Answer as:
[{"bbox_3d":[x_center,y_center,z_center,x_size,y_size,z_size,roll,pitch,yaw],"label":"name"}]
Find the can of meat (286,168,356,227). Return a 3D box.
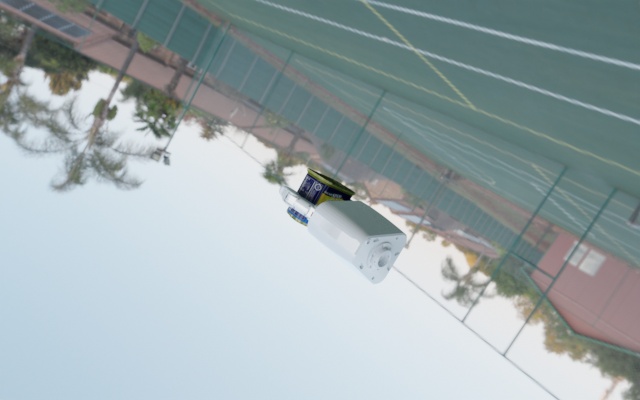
[{"bbox_3d":[0.000,0.003,0.808,0.057,0.084,0.102,35,9,37],"label":"can of meat"}]
